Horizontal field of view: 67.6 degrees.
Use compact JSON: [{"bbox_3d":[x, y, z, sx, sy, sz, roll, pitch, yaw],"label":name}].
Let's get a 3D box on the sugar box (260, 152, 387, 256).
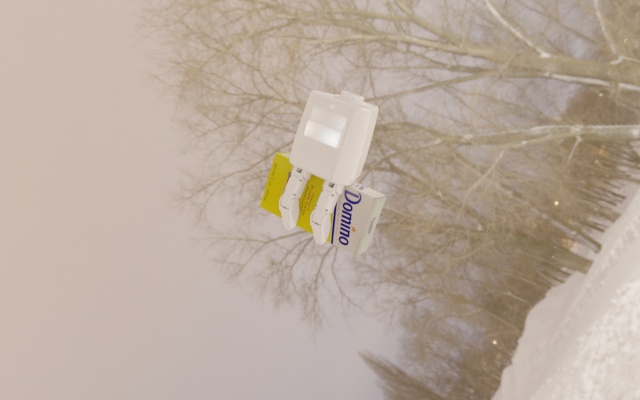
[{"bbox_3d":[0.000,0.002,0.710,0.176,0.093,0.048,25,18,25],"label":"sugar box"}]
